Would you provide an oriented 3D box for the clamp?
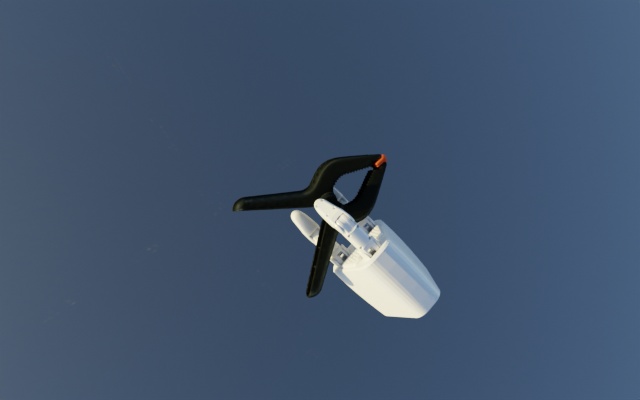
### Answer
[{"bbox_3d":[0.001,0.002,0.637,0.164,0.210,0.036,44,-8,-13],"label":"clamp"}]
